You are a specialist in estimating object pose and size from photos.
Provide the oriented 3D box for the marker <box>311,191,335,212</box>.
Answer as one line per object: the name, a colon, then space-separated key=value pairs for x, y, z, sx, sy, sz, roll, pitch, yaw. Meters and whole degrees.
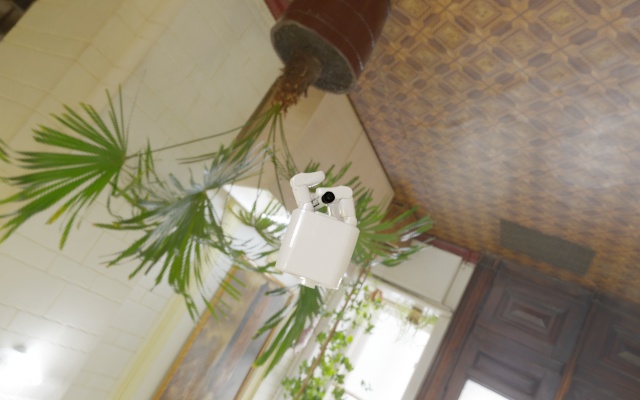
marker: x=0.000 y=0.002 z=0.777 sx=0.020 sy=0.020 sz=0.121 roll=0 pitch=-8 yaw=-15
